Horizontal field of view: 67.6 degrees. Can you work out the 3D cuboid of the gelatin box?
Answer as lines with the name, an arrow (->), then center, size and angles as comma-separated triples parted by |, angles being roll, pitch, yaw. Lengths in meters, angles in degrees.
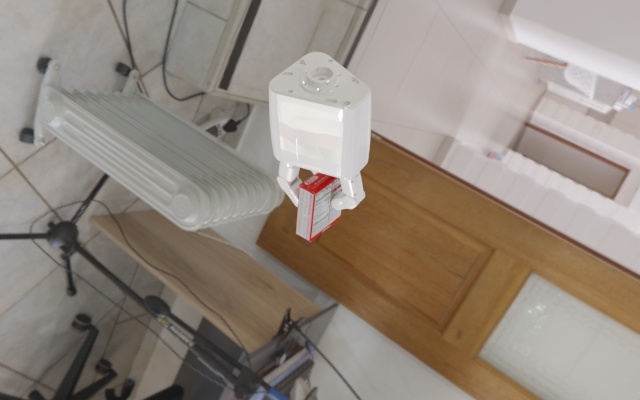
gelatin box -> 0.000, 0.003, 0.660 | 0.030, 0.089, 0.073 | 27, 43, 27
